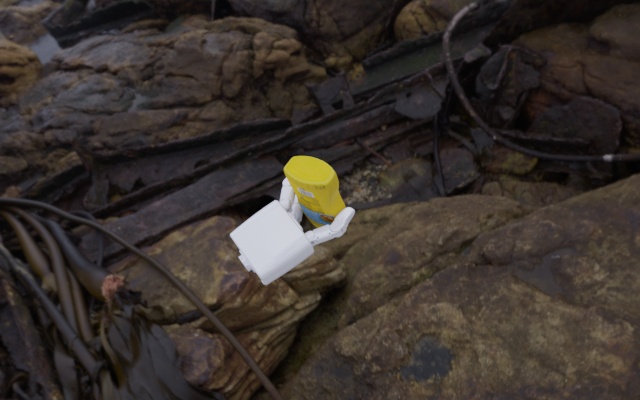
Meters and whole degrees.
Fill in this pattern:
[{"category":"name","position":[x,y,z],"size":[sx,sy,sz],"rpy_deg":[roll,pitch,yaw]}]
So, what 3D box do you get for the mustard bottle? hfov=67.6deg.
[{"category":"mustard bottle","position":[0.000,0.003,0.883],"size":[0.096,0.058,0.192],"rpy_deg":[20,-29,27]}]
